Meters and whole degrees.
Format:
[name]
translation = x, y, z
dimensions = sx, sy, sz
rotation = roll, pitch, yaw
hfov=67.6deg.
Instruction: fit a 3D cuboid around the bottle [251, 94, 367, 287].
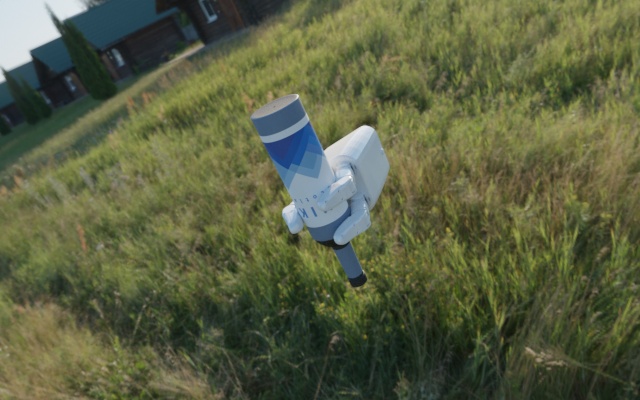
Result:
[bottle]
translation = 0.000, 0.002, 0.660
dimensions = 0.069, 0.296, 0.069
rotation = -21, 25, 10
